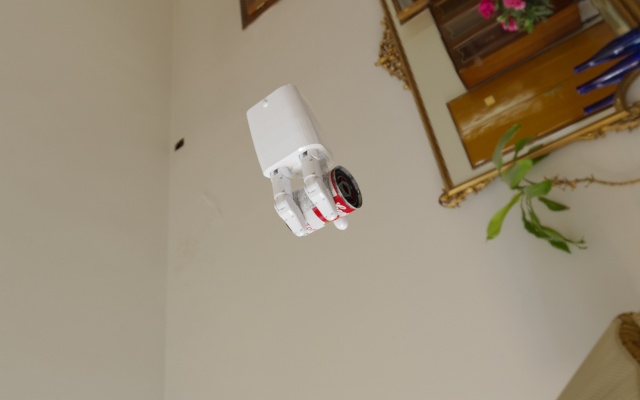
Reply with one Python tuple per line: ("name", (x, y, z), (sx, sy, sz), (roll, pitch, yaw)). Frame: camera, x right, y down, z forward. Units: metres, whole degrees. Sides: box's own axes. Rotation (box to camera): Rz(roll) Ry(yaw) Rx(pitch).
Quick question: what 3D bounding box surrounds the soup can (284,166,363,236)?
("soup can", (0.000, 0.003, 0.693), (0.102, 0.068, 0.068), (-28, -14, 27))
